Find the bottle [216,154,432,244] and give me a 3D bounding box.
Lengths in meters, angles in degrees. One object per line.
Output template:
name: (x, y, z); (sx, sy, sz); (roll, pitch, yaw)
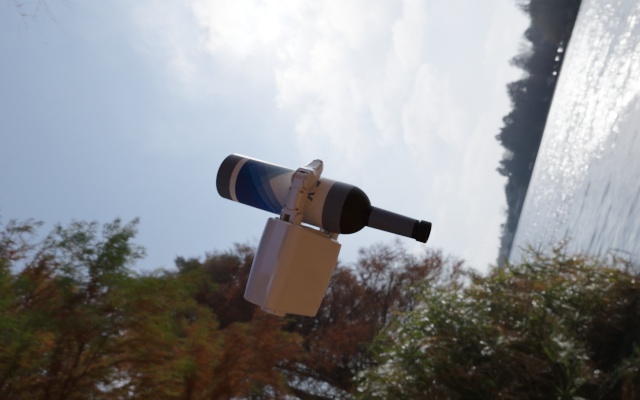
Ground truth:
bottle: (0.000, 0.002, 0.632); (0.295, 0.069, 0.069); (16, 6, 22)
